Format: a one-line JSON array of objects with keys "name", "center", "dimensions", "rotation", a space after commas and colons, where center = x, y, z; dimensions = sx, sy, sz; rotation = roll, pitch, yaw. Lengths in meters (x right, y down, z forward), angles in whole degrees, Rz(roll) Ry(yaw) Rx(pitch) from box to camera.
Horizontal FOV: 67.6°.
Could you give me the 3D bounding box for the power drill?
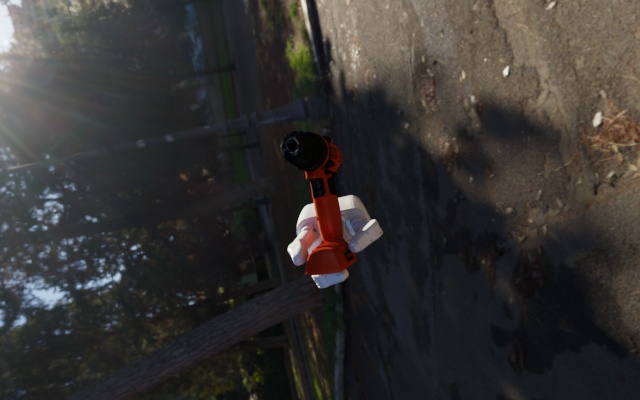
[{"name": "power drill", "center": [0.000, 0.003, 0.645], "dimensions": [0.057, 0.187, 0.184], "rotation": [-7, -1, 16]}]
